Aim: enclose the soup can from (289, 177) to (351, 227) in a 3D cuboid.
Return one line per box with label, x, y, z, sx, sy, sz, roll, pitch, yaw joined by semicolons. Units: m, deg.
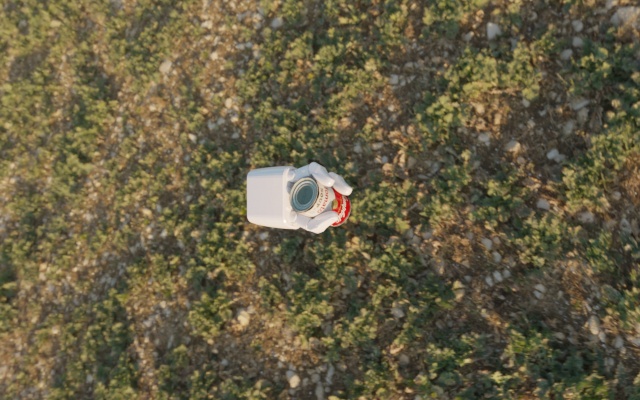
soup can;0.000;0.003;0.874;0.068;0.068;0.102;0;-16;39
